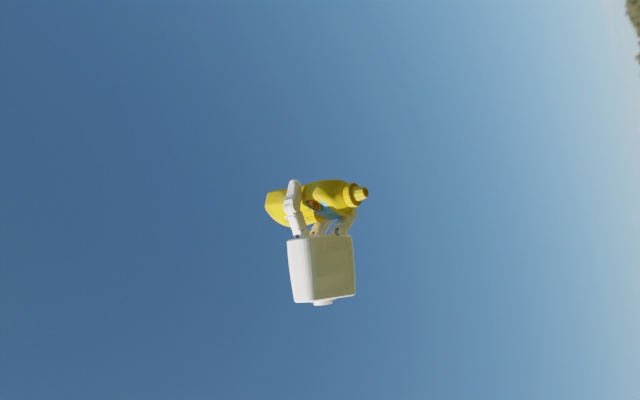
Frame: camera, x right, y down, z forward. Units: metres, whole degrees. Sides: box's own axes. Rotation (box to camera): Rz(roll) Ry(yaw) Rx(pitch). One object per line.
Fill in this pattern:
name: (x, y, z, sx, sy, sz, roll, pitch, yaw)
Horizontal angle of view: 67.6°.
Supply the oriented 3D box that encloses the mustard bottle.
mustard bottle: (0.000, 0.002, 0.844, 0.191, 0.058, 0.096, -12, -34, 37)
